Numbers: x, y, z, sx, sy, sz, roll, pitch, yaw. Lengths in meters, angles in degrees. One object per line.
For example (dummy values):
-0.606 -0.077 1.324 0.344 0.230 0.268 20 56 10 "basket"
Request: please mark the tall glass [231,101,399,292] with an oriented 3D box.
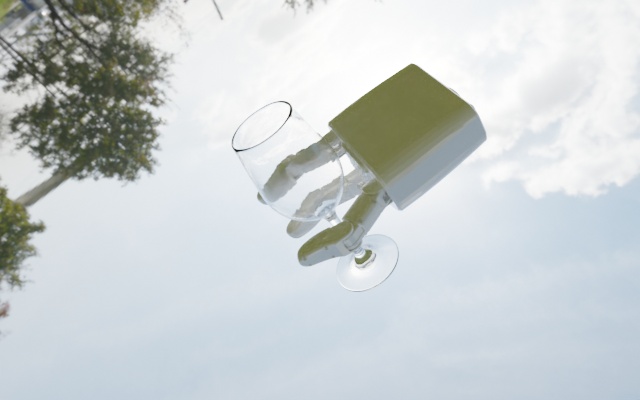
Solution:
0.000 0.002 0.455 0.079 0.079 0.201 0 -40 42 "tall glass"
